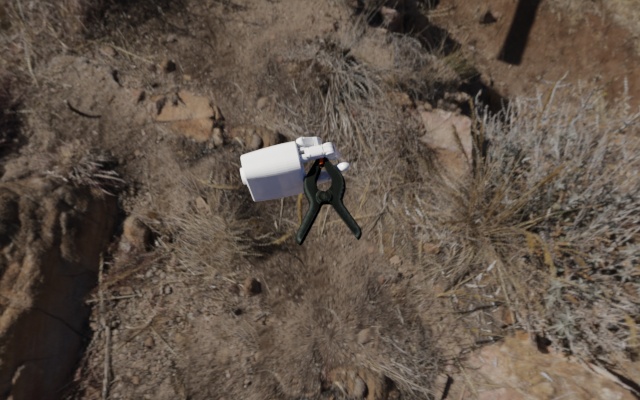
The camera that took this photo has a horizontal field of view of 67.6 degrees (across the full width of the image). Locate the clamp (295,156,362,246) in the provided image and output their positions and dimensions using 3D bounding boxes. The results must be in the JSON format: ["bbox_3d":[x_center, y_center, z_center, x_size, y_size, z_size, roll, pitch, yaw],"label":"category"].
[{"bbox_3d":[0.000,0.003,0.884,0.120,0.171,0.039,-13,-16,-2],"label":"clamp"}]
